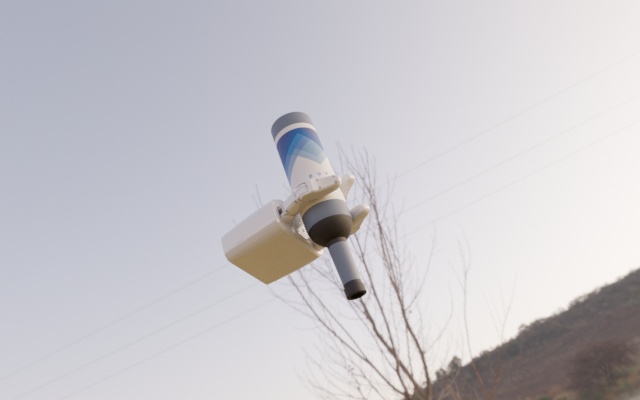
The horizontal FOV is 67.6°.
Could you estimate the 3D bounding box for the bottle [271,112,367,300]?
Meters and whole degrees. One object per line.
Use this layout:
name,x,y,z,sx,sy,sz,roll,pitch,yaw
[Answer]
bottle,0.000,0.002,0.679,0.069,0.295,0.069,-16,-30,-10
